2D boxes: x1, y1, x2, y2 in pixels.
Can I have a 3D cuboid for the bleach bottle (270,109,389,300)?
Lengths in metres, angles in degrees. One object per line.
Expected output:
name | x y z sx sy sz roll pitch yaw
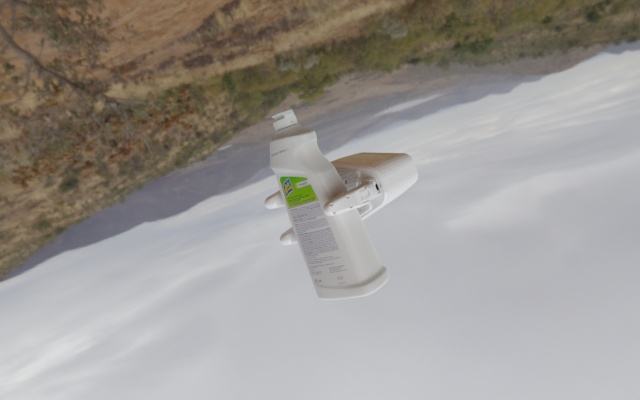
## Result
bleach bottle | 0.000 0.002 0.624 0.102 0.251 0.068 -16 7 39
